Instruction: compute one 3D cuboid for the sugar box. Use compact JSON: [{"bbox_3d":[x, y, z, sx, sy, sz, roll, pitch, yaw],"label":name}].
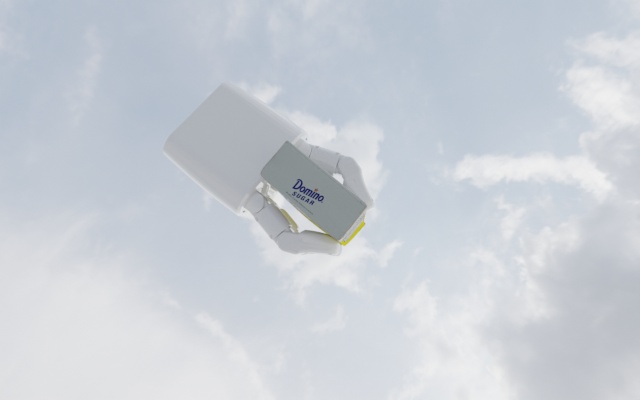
[{"bbox_3d":[0.000,0.002,0.487,0.093,0.048,0.176,40,0,9],"label":"sugar box"}]
